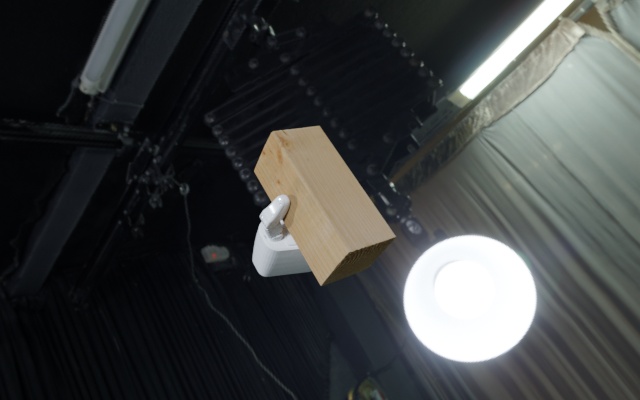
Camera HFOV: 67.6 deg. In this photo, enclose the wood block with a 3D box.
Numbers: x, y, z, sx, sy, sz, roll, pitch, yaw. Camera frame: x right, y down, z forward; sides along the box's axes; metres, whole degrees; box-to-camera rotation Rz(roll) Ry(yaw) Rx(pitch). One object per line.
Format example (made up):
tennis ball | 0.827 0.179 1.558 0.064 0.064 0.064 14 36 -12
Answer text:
wood block | 0.000 0.002 0.676 0.091 0.206 0.090 -14 -29 -37
